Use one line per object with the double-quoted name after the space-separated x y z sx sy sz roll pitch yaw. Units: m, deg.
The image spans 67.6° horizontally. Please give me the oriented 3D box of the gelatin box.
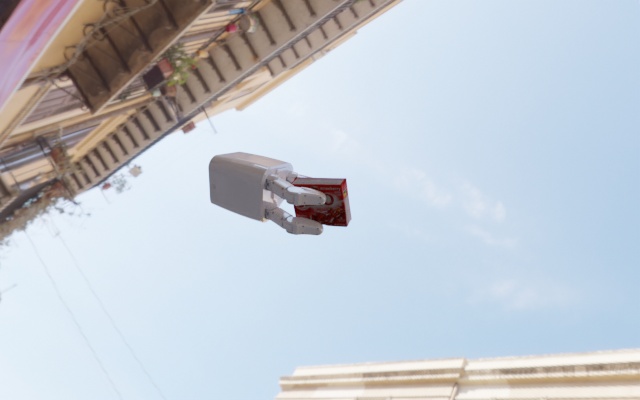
0.001 0.002 0.749 0.089 0.073 0.030 2 27 21 "gelatin box"
